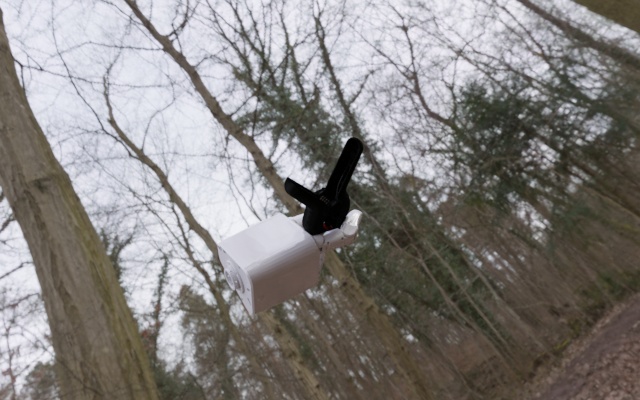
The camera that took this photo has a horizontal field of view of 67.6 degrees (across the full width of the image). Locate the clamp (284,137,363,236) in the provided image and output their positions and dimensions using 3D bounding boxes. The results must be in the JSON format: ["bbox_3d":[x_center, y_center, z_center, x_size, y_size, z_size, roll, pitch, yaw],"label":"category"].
[{"bbox_3d":[0.000,0.002,0.643,0.120,0.172,0.039,-23,50,-26],"label":"clamp"}]
